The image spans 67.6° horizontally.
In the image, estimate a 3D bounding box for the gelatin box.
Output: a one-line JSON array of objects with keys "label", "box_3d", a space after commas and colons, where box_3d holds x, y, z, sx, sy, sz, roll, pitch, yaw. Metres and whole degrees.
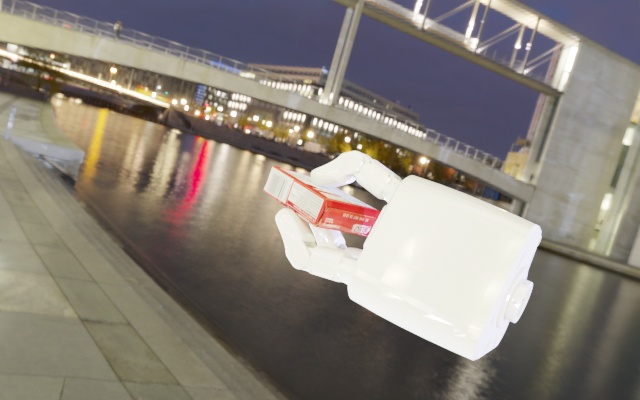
[{"label": "gelatin box", "box_3d": [0.000, 0.001, 0.454, 0.073, 0.030, 0.089, 14, 13, -44]}]
